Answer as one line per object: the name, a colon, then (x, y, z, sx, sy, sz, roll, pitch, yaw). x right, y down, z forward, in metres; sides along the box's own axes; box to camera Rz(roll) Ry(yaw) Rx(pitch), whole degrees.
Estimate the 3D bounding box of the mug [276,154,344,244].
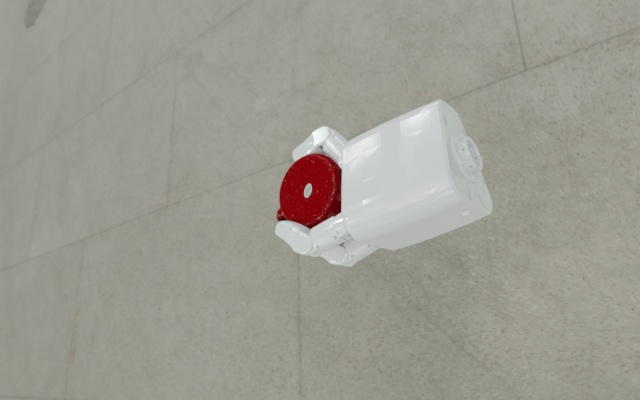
mug: (-0.001, 0.002, 0.533, 0.117, 0.093, 0.081, -25, -28, 32)
